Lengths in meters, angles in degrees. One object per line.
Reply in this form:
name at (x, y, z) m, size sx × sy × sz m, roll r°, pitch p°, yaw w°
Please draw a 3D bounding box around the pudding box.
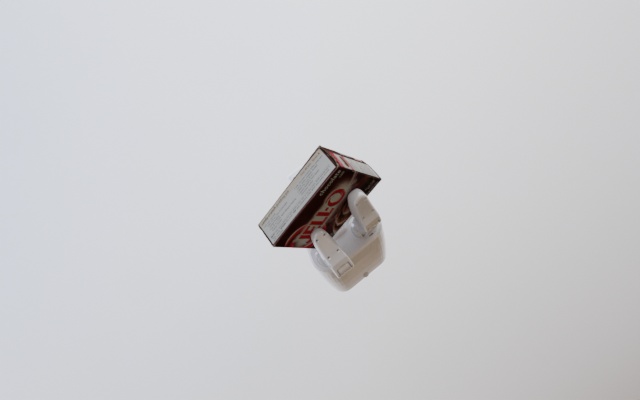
pudding box at (0.000, 0.002, 0.510) m, size 0.039 × 0.113 × 0.090 m, roll 47°, pitch 20°, yaw 28°
